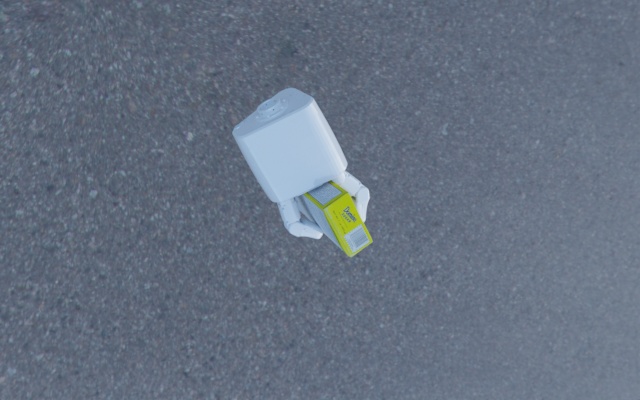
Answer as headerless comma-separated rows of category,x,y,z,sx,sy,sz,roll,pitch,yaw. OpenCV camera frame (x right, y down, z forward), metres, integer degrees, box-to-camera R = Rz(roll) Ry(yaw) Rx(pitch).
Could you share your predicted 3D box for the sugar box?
sugar box,0.001,0.002,0.688,0.048,0.093,0.176,-33,33,-9
